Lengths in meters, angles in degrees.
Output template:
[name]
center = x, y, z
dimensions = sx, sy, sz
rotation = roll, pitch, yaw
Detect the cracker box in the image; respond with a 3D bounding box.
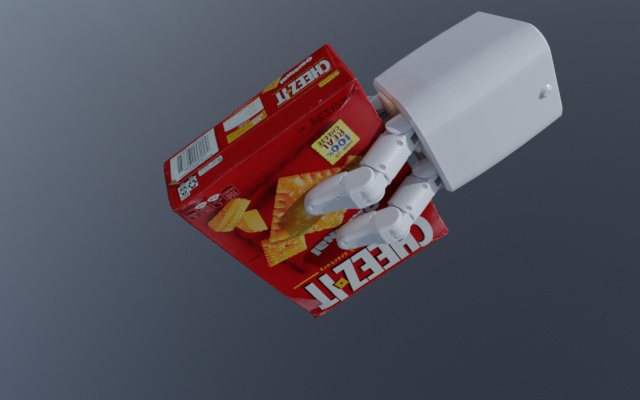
[cracker box]
center = 0.000, 0.001, 0.420
dimensions = 0.164, 0.072, 0.214
rotation = -34, -46, 8
